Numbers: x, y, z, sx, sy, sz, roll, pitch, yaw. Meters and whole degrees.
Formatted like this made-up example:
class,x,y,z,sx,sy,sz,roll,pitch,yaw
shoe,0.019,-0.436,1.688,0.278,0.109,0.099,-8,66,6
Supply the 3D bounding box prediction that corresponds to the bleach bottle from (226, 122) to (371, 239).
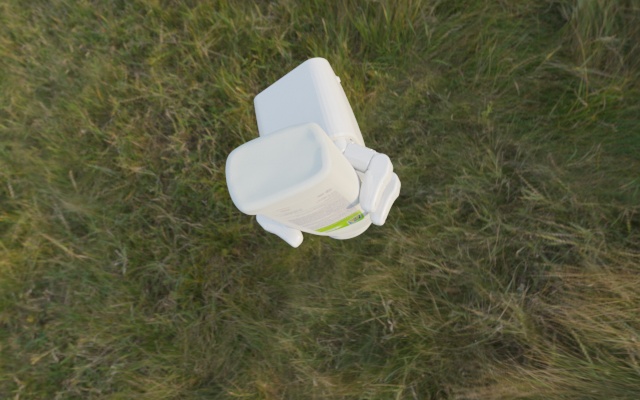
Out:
class,x,y,z,sx,sy,sz,roll,pitch,yaw
bleach bottle,0.000,0.002,0.526,0.102,0.068,0.251,-21,-21,11
